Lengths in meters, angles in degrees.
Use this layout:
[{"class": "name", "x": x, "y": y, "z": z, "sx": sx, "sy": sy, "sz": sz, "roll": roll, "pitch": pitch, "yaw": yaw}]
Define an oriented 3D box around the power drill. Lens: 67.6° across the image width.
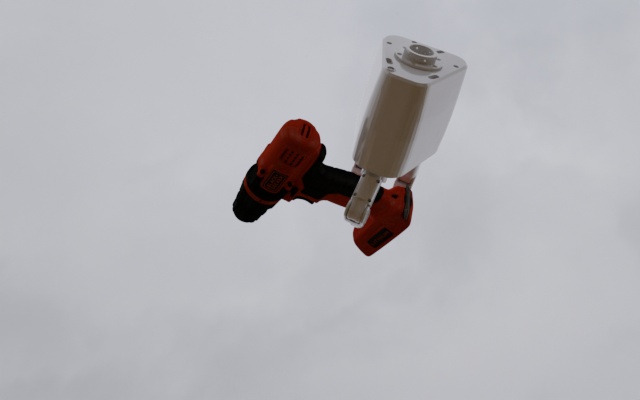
[{"class": "power drill", "x": 0.001, "y": 0.002, "z": 0.572, "sx": 0.188, "sy": 0.057, "sz": 0.184, "roll": 24, "pitch": -38, "yaw": -17}]
